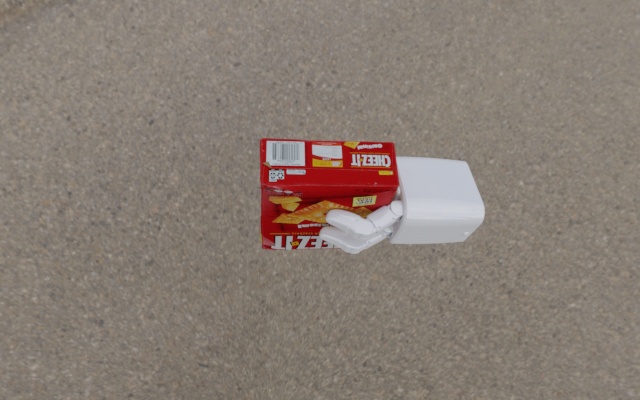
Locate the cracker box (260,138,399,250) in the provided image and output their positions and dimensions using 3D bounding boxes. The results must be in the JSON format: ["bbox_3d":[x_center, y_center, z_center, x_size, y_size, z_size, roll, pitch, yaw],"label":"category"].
[{"bbox_3d":[0.000,0.002,0.648,0.164,0.072,0.214,1,-26,-6],"label":"cracker box"}]
